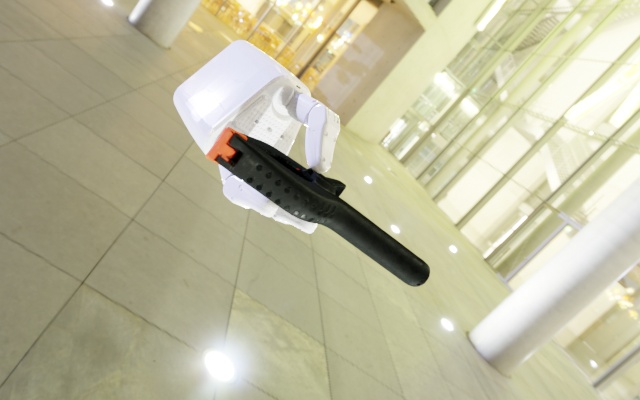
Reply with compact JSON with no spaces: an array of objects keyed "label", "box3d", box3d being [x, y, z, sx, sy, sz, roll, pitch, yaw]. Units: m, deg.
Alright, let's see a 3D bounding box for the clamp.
[{"label":"clamp","box3d":[0.000,0.000,0.404,0.210,0.036,0.164,27,13,-48]}]
